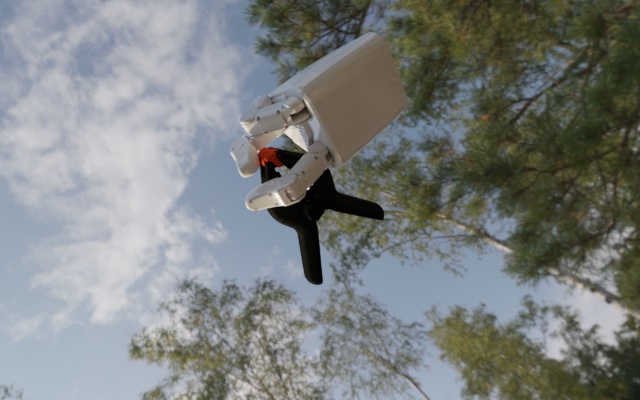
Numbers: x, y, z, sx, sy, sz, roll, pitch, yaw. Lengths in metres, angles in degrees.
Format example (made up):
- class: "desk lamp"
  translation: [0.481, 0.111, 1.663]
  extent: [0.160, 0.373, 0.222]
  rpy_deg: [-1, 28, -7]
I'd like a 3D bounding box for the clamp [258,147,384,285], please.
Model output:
- class: "clamp"
  translation: [0.000, 0.001, 0.522]
  extent: [0.120, 0.172, 0.039]
  rpy_deg: [-41, 35, -18]
